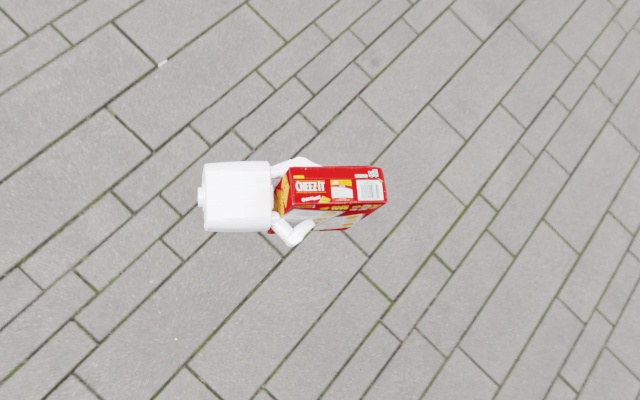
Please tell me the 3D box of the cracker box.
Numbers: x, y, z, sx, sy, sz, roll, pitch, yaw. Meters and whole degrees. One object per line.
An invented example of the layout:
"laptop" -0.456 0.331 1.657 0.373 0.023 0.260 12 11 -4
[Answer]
"cracker box" 0.000 0.003 0.854 0.164 0.072 0.214 -2 -15 -17
